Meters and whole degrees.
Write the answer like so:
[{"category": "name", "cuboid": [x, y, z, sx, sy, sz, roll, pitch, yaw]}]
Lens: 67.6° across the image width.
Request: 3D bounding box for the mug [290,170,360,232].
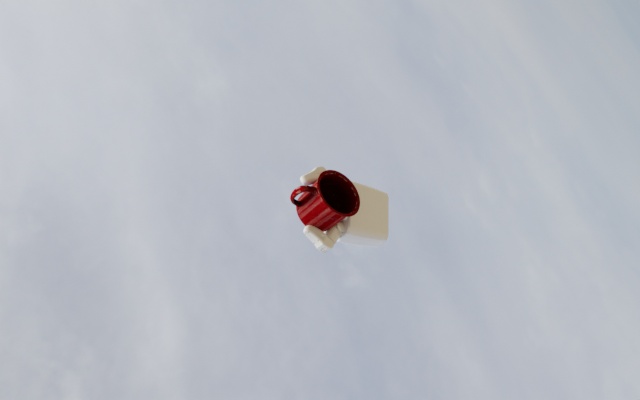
[{"category": "mug", "cuboid": [-0.001, 0.003, 0.846, 0.117, 0.093, 0.081, 14, -37, -33]}]
